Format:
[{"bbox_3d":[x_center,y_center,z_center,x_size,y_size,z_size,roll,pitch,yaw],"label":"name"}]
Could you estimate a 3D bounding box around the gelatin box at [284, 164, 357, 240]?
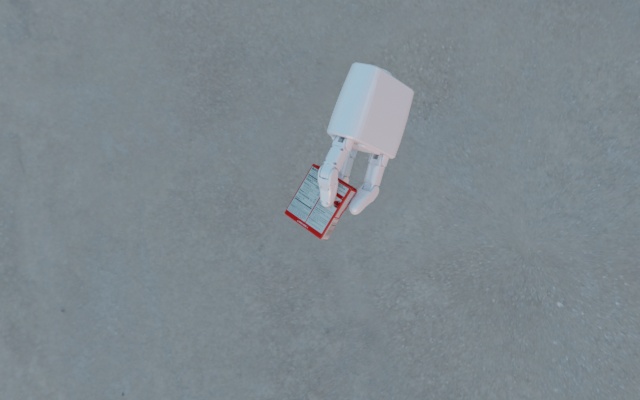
[{"bbox_3d":[0.000,0.003,0.703,0.073,0.089,0.030,33,6,23],"label":"gelatin box"}]
